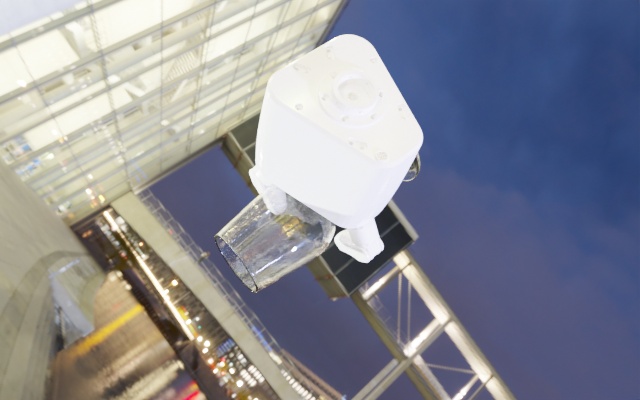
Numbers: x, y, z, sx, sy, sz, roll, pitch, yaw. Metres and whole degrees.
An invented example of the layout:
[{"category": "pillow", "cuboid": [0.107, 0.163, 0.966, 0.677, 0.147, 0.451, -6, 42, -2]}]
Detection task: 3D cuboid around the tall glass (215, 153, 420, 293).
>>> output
[{"category": "tall glass", "cuboid": [0.001, 0.001, 0.454, 0.201, 0.079, 0.079, -36, 15, -22]}]
